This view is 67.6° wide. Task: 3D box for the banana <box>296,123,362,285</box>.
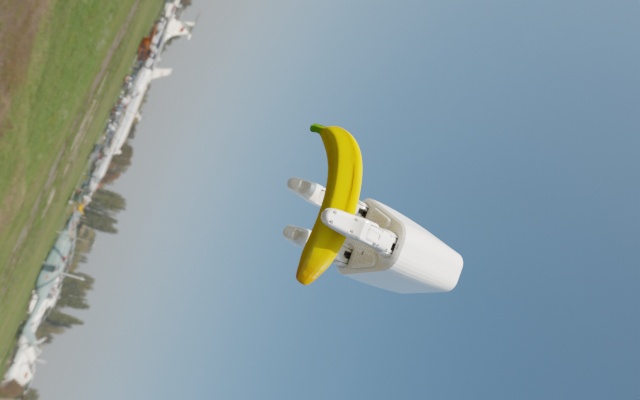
[{"bbox_3d":[0.013,-0.006,0.520,0.037,0.197,0.069,26,-32,-36],"label":"banana"}]
